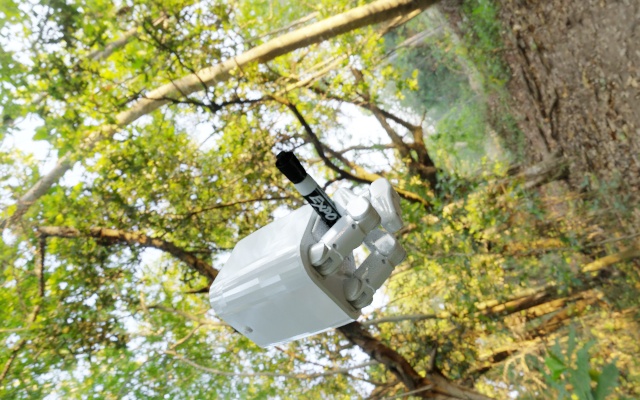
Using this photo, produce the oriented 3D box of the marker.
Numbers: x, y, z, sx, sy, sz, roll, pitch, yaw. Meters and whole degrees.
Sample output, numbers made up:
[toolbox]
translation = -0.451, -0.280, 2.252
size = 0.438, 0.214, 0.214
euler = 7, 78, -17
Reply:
[marker]
translation = 0.000, 0.001, 0.419
size = 0.020, 0.020, 0.121
euler = 0, -40, 45
